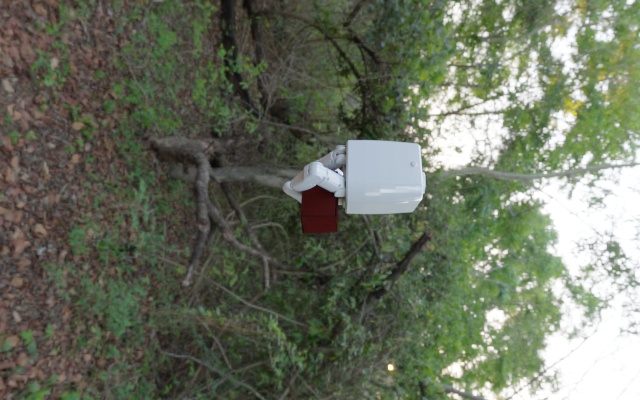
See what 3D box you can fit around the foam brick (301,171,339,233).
[{"bbox_3d":[0.000,0.003,0.691,0.051,0.078,0.053,1,-30,3],"label":"foam brick"}]
